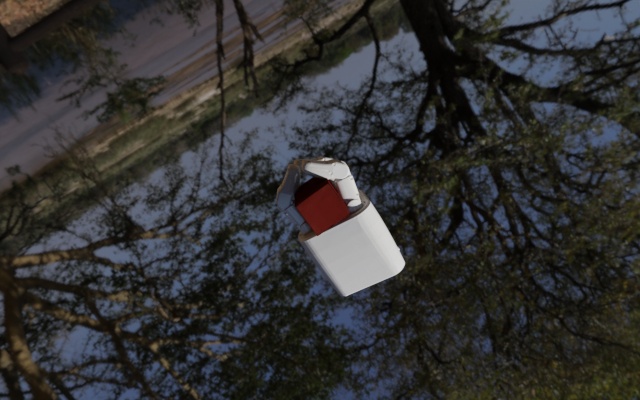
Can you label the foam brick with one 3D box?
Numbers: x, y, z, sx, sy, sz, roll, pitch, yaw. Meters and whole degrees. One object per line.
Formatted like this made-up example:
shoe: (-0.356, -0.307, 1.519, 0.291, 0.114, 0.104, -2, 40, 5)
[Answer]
foam brick: (0.000, 0.002, 0.625, 0.053, 0.051, 0.078, -34, 15, 5)
